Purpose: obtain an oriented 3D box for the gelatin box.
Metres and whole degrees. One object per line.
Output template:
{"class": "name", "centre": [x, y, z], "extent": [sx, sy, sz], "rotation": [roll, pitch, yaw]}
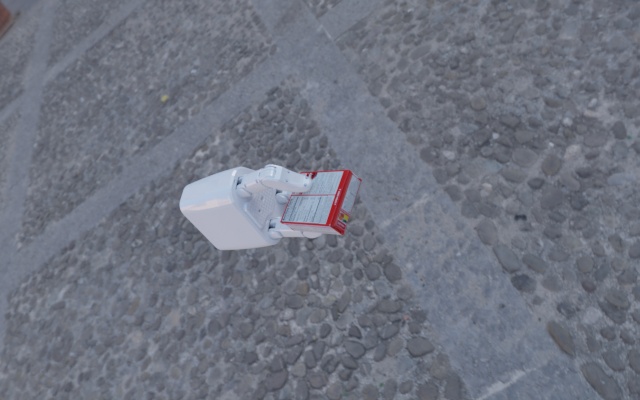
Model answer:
{"class": "gelatin box", "centre": [0.000, 0.002, 0.581], "extent": [0.089, 0.073, 0.030], "rotation": [0, -27, 45]}
